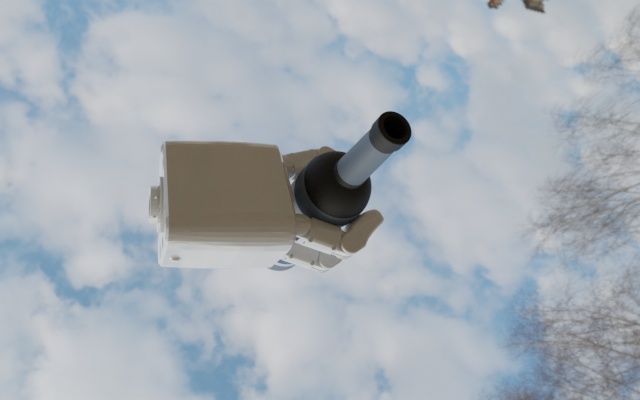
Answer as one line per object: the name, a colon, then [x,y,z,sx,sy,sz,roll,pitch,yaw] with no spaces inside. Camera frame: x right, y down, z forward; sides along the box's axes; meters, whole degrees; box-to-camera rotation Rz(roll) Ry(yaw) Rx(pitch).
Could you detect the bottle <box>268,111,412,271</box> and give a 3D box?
bottle: [0.000,0.002,0.466,0.069,0.069,0.296,0,-21,-23]
